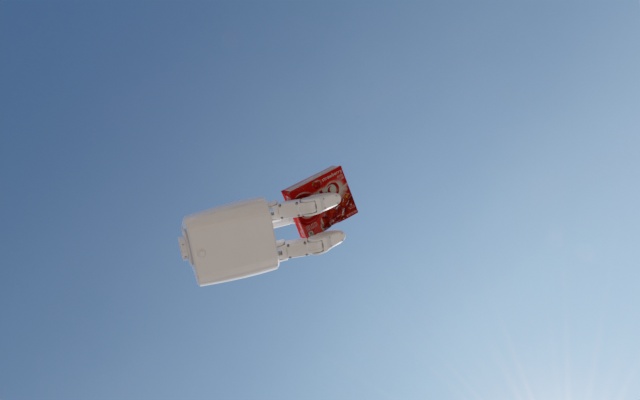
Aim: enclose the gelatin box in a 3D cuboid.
[{"bbox_3d":[0.000,0.002,0.660,0.089,0.073,0.030,-28,16,-21],"label":"gelatin box"}]
